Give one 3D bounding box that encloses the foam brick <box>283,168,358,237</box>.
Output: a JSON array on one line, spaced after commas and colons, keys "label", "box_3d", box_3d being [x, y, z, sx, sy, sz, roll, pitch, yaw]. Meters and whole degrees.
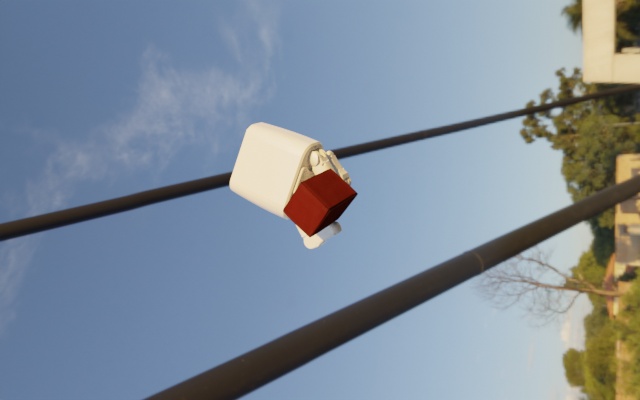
[{"label": "foam brick", "box_3d": [0.000, 0.002, 0.611, 0.051, 0.053, 0.078, 43, 33, 11]}]
